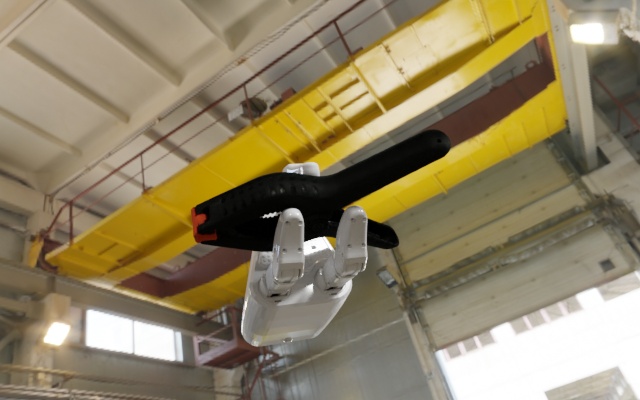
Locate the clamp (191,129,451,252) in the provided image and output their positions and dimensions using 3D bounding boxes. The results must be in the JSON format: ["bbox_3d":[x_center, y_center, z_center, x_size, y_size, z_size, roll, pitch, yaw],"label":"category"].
[{"bbox_3d":[-0.001,0.001,0.405,0.210,0.036,0.165,-3,-35,-20],"label":"clamp"}]
